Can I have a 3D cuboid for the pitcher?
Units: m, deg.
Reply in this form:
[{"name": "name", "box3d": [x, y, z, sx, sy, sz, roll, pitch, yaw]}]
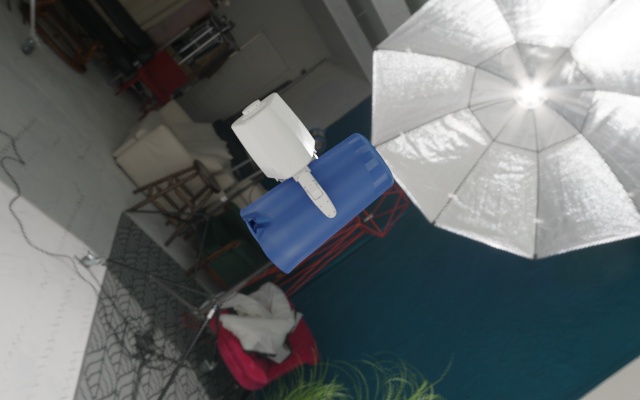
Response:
[{"name": "pitcher", "box3d": [0.000, 0.003, 0.807, 0.243, 0.145, 0.149, -37, 20, 2]}]
